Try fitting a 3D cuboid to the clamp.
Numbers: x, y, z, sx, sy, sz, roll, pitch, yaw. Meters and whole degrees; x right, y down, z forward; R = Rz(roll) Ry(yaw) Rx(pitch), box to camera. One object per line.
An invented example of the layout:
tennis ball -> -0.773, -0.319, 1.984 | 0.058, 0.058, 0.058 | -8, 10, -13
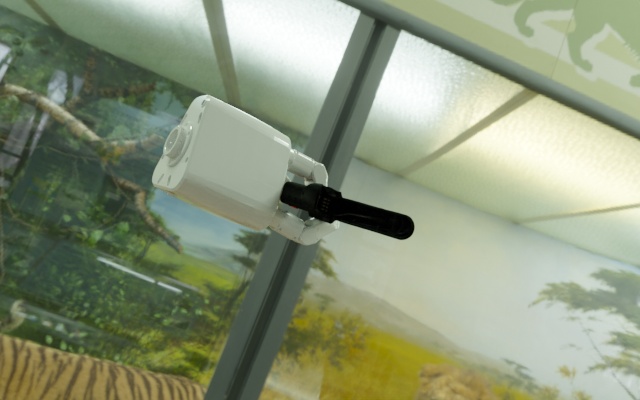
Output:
clamp -> 0.000, 0.001, 0.490 | 0.120, 0.039, 0.171 | 27, -9, -35
